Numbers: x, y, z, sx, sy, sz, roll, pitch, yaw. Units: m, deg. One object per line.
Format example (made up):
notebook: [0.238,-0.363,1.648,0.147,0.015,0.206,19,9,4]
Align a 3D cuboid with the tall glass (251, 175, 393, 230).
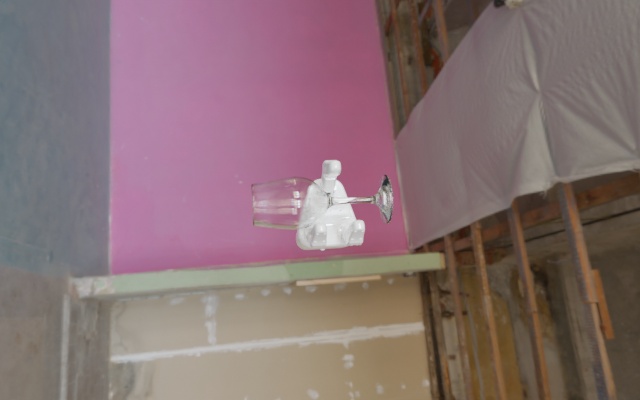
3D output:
tall glass: [0.001,0.002,0.705,0.201,0.079,0.079,-2,0,-8]
